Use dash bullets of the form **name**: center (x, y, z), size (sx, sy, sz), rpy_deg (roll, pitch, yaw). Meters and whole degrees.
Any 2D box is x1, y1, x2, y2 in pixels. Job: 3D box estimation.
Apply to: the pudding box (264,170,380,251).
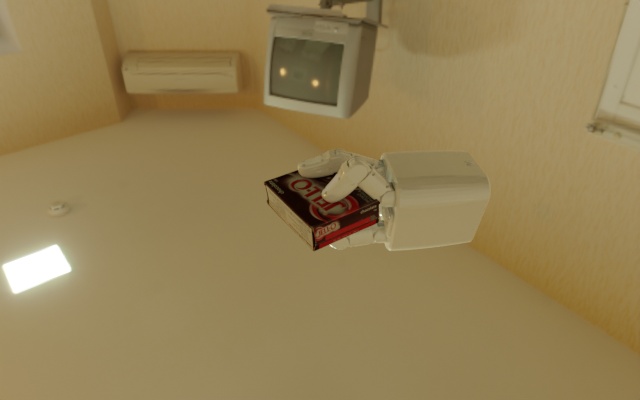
- **pudding box**: center (0.000, 0.002, 0.553), size (0.090, 0.039, 0.113), rpy_deg (-21, 37, -26)
